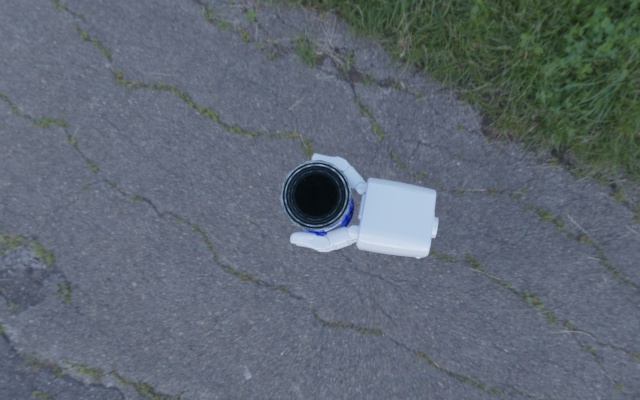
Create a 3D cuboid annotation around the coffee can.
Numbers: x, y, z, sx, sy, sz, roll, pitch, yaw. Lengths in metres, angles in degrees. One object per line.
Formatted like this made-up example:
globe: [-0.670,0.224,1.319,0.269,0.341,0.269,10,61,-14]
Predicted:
coffee can: [0.000,0.002,0.749,0.103,0.103,0.140,0,-9,6]
